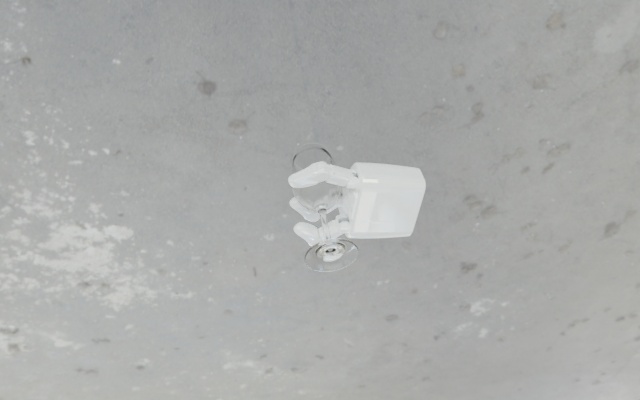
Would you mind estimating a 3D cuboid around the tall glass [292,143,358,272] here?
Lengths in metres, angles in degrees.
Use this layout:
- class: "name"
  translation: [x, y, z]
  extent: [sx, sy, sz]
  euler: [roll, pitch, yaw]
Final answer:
- class: "tall glass"
  translation: [0.000, 0.003, 0.712]
  extent: [0.079, 0.200, 0.079]
  euler: [-7, -41, -6]
